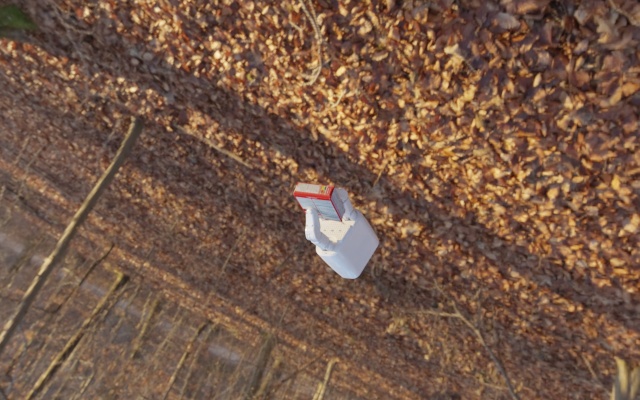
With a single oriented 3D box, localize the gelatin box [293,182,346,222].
[{"bbox_3d":[0.000,0.003,0.880,0.073,0.030,0.089,8,-27,23],"label":"gelatin box"}]
